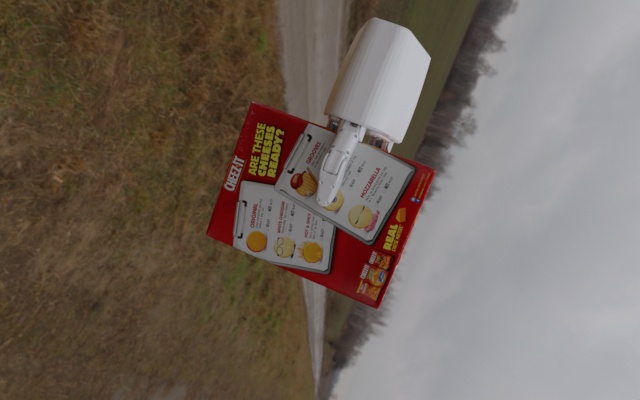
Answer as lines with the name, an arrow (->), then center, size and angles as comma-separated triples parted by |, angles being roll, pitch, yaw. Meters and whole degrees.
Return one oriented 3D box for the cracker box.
cracker box -> 0.000, 0.002, 0.547 | 0.213, 0.164, 0.072 | 22, 7, 9
